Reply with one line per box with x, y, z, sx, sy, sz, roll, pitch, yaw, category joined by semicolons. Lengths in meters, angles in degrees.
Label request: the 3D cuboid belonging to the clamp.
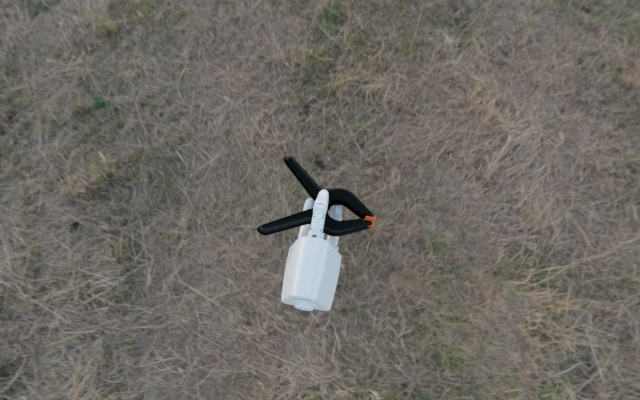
0.001;0.003;0.892;0.210;0.164;0.036;9;-22;4;clamp
